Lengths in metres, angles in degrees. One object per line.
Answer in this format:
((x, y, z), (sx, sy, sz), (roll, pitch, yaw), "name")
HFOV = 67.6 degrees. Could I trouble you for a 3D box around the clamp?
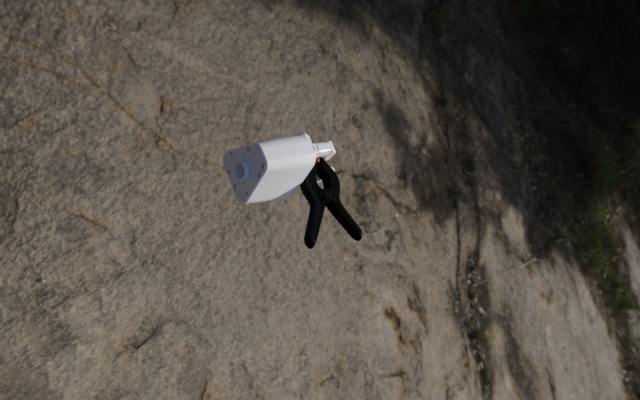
((0.001, 0.002, 0.823), (0.120, 0.171, 0.039), (-15, -12, -45), "clamp")
